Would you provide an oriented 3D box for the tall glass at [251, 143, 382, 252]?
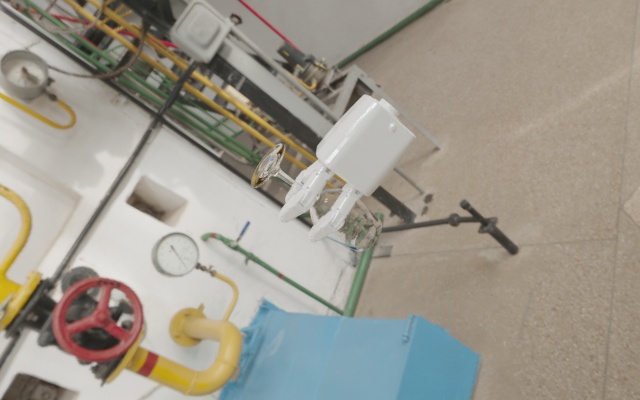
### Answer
[{"bbox_3d":[-0.001,0.002,0.707,0.201,0.079,0.079,35,-17,-25],"label":"tall glass"}]
